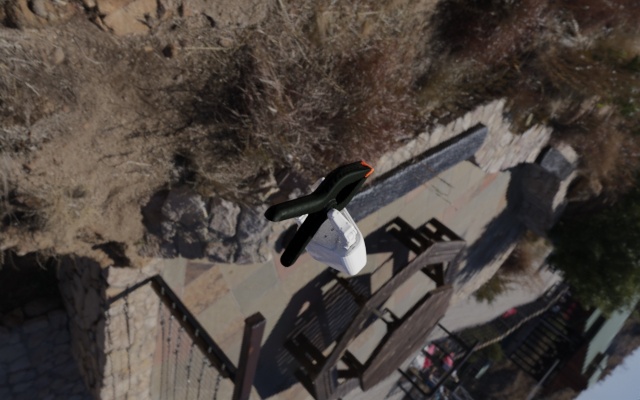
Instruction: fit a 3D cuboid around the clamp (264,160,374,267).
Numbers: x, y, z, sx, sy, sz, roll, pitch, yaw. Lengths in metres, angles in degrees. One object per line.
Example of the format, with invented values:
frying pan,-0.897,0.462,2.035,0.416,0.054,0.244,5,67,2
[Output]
clamp,0.001,0.003,0.743,0.036,0.210,0.165,41,-14,25
